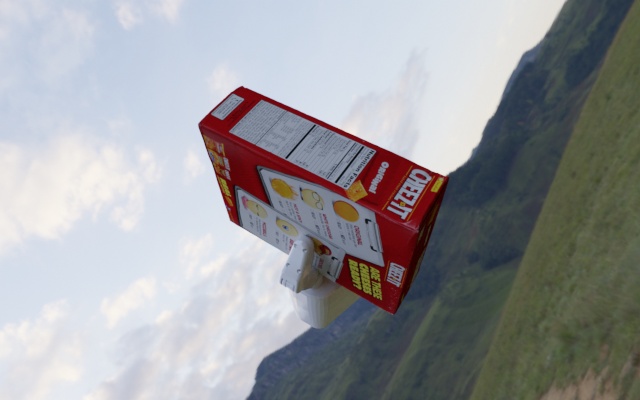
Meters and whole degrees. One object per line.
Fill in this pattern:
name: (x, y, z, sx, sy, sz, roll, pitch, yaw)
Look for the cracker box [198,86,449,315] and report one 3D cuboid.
cracker box: (0.000, 0.002, 0.461, 0.213, 0.072, 0.164, 27, -30, 18)
